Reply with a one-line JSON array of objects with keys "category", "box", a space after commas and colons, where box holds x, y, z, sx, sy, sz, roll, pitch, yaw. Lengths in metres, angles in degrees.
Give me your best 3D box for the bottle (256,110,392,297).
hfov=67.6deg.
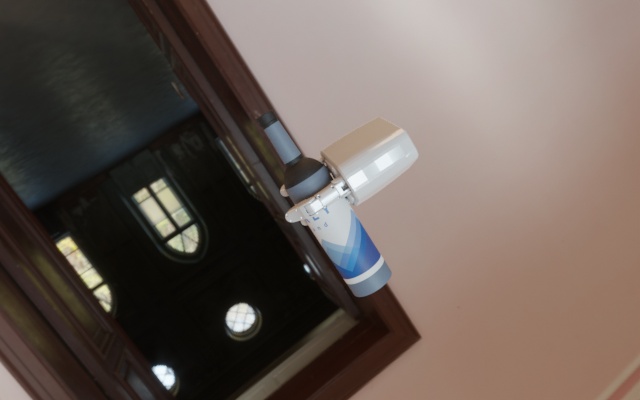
[{"category": "bottle", "box": [0.000, 0.003, 0.689, 0.069, 0.296, 0.069, -32, 11, 7]}]
